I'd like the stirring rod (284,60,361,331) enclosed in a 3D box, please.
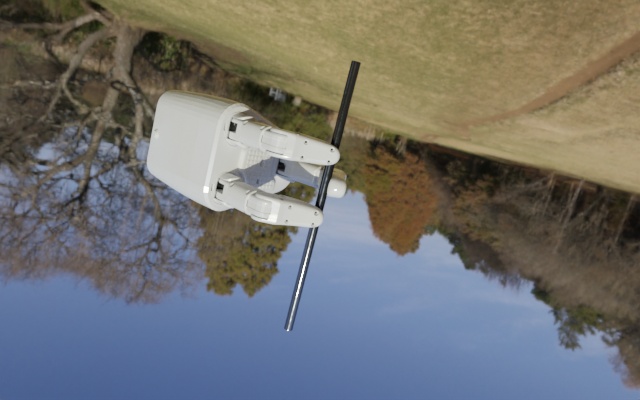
[{"bbox_3d":[0.000,0.001,0.412,0.011,0.239,0.011,14,10,-2],"label":"stirring rod"}]
